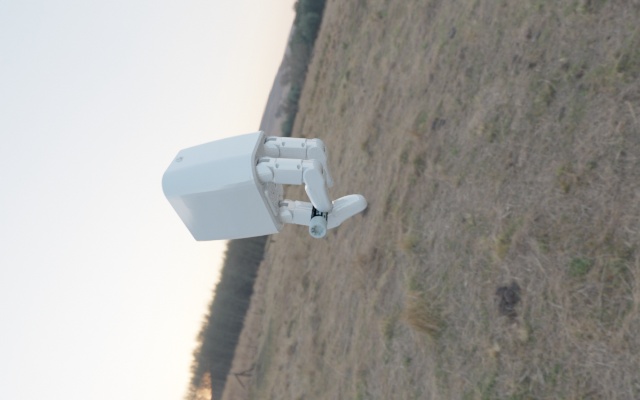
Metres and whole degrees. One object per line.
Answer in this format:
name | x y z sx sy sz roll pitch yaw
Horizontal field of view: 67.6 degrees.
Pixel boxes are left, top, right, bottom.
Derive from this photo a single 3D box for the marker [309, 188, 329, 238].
marker | 0.000 0.002 0.552 0.020 0.020 0.121 0 30 3
